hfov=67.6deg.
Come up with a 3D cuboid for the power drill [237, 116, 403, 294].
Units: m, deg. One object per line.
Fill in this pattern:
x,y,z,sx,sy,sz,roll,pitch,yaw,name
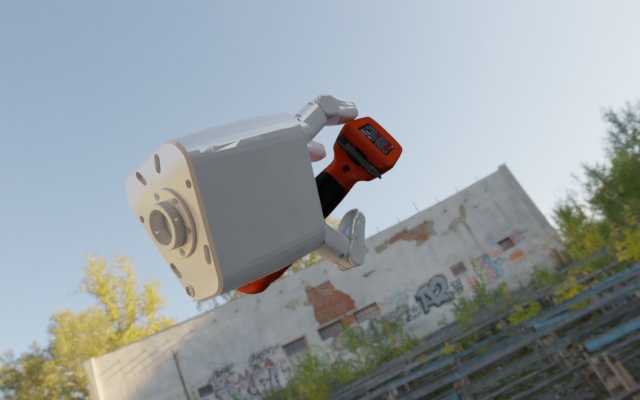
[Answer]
0.000,0.001,0.488,0.057,0.188,0.184,42,21,1,power drill
